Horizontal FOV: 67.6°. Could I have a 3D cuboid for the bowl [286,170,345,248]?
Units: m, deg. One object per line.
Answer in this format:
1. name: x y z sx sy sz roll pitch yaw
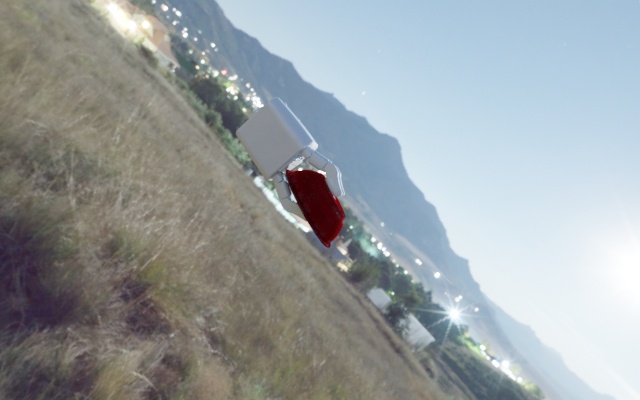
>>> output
1. bowl: 0.001 0.004 0.863 0.055 0.162 0.162 -28 -3 6
